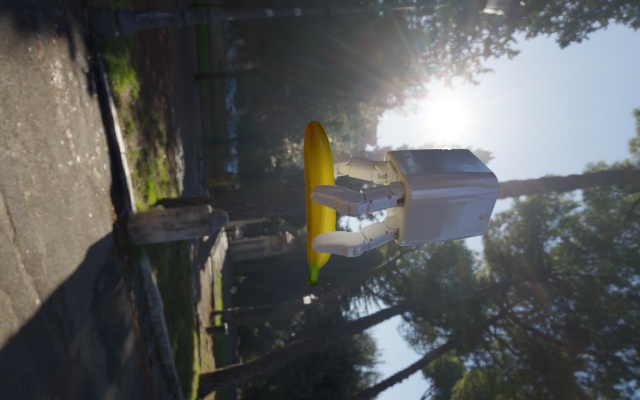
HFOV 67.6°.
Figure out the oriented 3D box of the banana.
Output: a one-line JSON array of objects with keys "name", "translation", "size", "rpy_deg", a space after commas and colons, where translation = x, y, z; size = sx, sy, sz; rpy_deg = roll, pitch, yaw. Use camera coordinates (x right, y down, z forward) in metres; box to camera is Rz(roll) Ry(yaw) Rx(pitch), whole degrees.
[{"name": "banana", "translation": [0.000, -0.001, 0.571], "size": [0.037, 0.198, 0.069], "rpy_deg": [-2, 19, -1]}]
